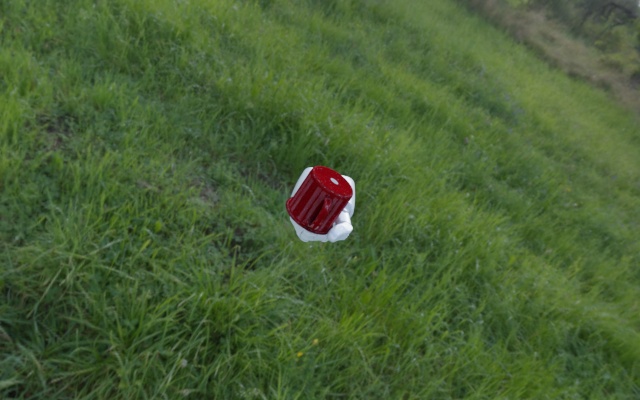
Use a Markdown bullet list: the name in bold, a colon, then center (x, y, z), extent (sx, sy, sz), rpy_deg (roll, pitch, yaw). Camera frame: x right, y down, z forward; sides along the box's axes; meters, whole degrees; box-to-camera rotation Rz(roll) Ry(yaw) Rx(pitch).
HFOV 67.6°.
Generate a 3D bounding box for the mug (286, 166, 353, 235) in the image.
- **mug**: center (0.000, 0.003, 0.785), extent (0.093, 0.081, 0.117), rpy_deg (29, 28, -11)
